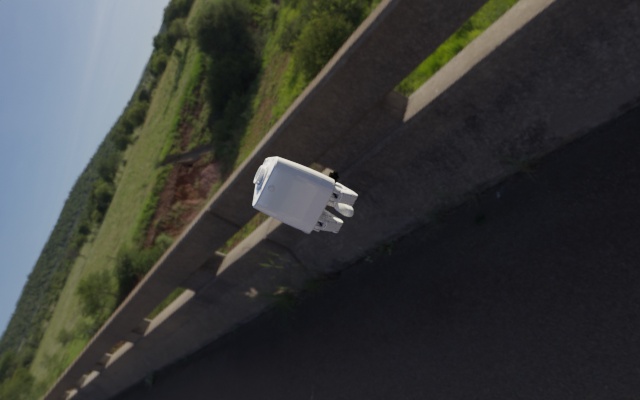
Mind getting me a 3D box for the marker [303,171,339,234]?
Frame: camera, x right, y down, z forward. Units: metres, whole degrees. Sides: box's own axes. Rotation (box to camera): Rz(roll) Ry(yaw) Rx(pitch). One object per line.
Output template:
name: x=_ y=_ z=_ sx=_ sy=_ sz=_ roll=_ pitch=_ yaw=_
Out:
marker: x=0.000 y=0.003 z=0.839 sx=0.020 sy=0.121 sz=0.020 roll=26 pitch=13 yaw=-6
